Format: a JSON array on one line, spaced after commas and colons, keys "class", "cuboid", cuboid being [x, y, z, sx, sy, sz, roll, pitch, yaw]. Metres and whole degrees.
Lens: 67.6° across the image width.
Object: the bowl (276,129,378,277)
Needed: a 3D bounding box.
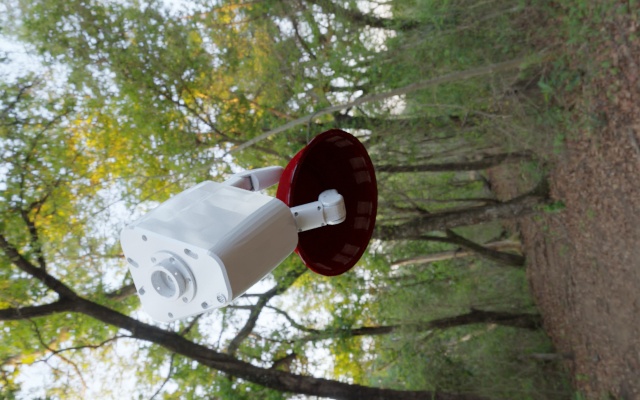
[{"class": "bowl", "cuboid": [0.001, 0.002, 0.540, 0.055, 0.162, 0.162, 4, 2, 39]}]
